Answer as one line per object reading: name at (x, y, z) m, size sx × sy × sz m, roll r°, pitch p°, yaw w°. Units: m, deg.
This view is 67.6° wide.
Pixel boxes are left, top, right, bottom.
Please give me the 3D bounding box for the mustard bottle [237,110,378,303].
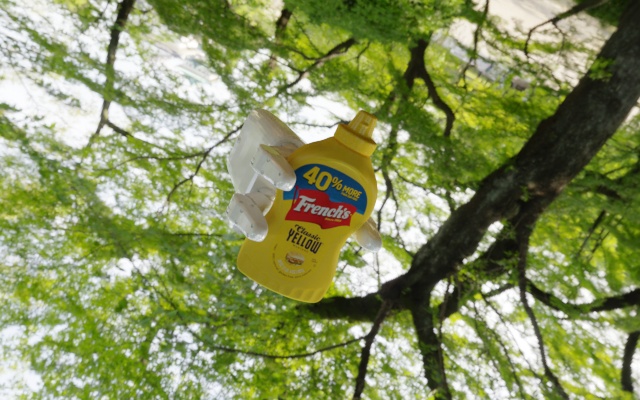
mustard bottle at (0.000, 0.002, 0.461) m, size 0.096 × 0.192 × 0.058 m, roll 26°, pitch 16°, yaw -9°
